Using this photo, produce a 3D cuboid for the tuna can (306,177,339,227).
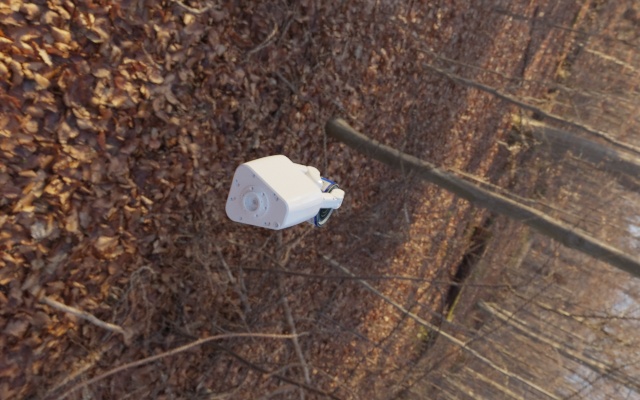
[{"bbox_3d":[0.001,0.003,0.859,0.033,0.086,0.086,23,7,18],"label":"tuna can"}]
